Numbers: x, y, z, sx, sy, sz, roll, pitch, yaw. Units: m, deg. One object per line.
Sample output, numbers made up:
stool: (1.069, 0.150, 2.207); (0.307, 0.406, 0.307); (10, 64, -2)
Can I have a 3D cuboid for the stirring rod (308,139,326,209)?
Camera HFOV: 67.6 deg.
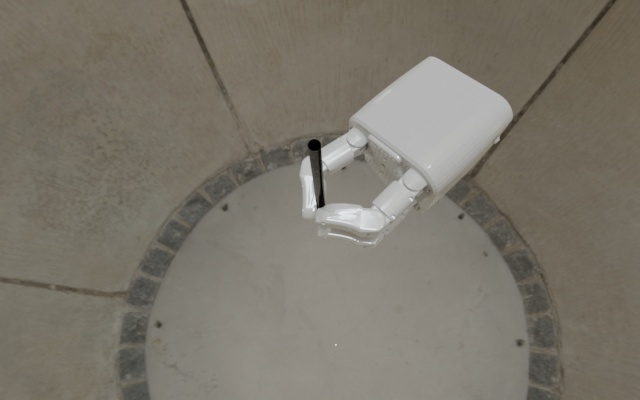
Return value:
stirring rod: (0.000, 0.001, 0.403); (0.011, 0.011, 0.240); (0, -17, 2)
